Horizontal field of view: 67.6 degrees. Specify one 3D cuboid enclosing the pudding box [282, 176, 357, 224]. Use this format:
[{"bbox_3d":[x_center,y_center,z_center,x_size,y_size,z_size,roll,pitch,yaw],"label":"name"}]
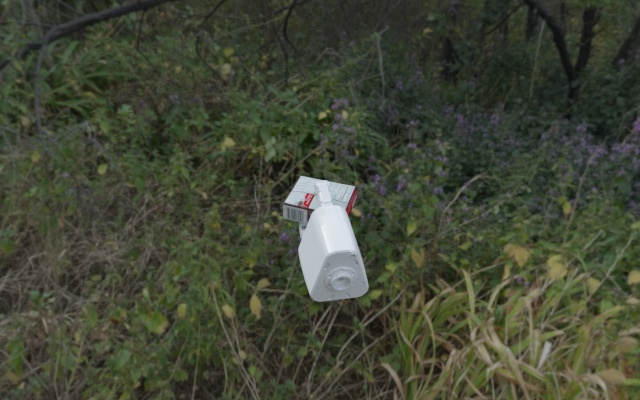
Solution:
[{"bbox_3d":[0.000,0.003,0.847,0.113,0.039,0.090,13,40,13],"label":"pudding box"}]
